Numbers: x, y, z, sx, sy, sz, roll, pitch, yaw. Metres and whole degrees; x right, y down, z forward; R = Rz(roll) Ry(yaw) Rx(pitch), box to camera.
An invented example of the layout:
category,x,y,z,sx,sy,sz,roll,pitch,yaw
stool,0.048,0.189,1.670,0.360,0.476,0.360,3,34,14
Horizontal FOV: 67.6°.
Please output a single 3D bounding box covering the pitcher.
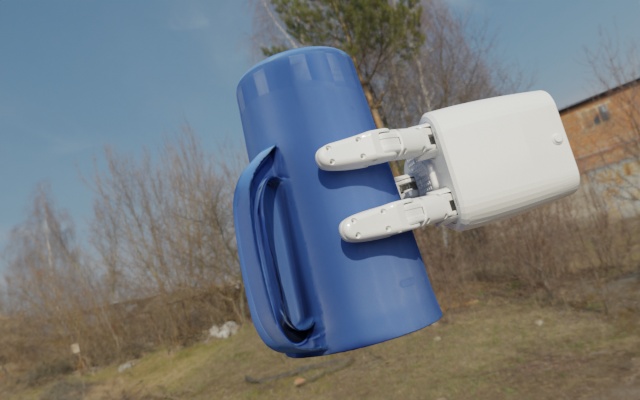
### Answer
category,x,y,z,sx,sy,sz,roll,pitch,yaw
pitcher,0.000,0.001,0.402,0.145,0.243,0.149,-15,-8,-6
